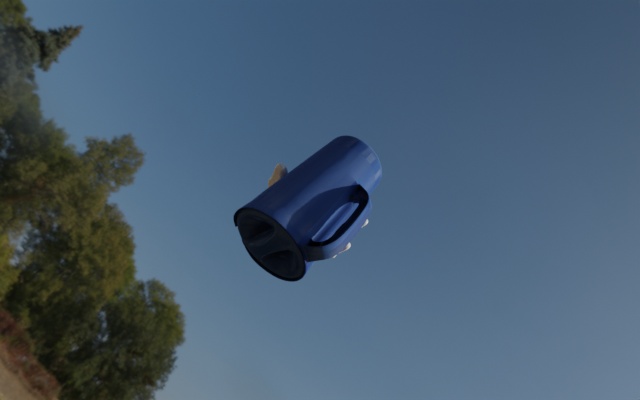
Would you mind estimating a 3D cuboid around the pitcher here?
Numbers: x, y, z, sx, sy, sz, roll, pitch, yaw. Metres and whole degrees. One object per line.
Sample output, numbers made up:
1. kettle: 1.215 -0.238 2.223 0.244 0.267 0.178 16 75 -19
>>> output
1. pitcher: 0.000 0.002 0.737 0.242 0.149 0.145 -44 -7 -36
